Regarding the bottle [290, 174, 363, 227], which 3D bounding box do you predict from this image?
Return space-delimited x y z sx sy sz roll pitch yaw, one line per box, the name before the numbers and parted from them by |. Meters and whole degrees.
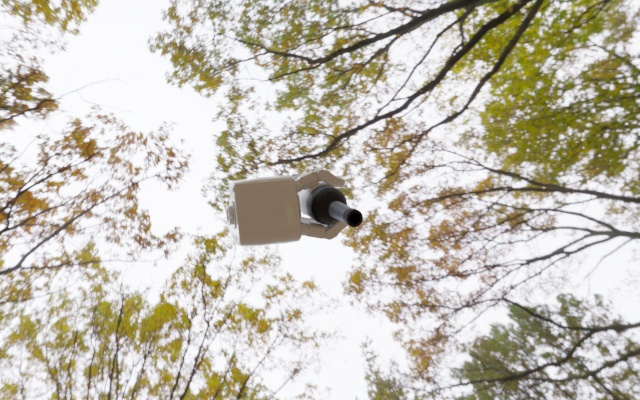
bottle | 0.000 0.003 0.847 0.069 0.069 0.295 0 9 -21
